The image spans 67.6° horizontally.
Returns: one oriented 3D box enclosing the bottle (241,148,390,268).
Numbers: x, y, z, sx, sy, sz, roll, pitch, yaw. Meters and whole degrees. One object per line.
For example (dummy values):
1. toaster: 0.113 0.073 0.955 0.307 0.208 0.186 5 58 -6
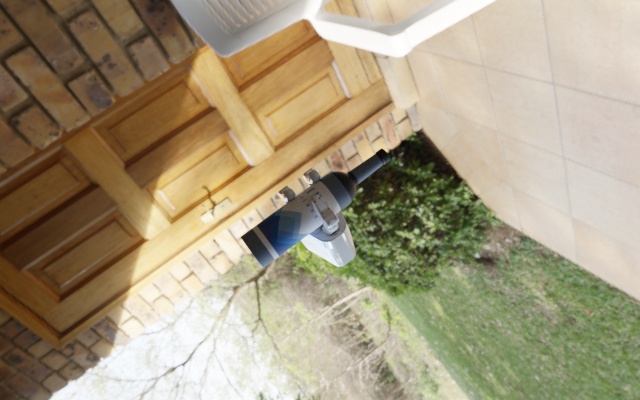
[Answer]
1. bottle: 0.000 0.003 0.836 0.295 0.069 0.069 -36 7 -9
